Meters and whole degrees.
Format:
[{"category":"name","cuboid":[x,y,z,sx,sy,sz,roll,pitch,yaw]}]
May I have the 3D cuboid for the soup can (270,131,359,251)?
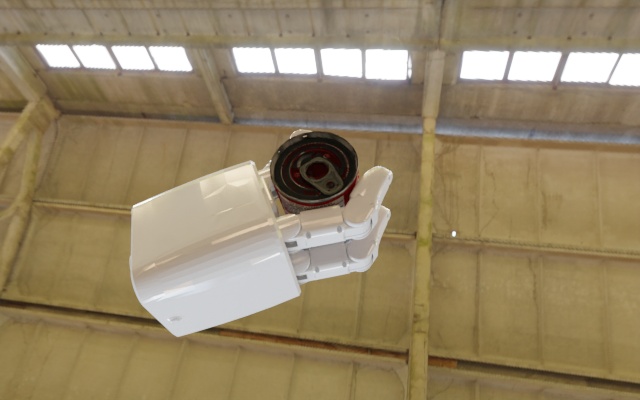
[{"category":"soup can","cuboid":[0.001,0.001,0.402,0.068,0.068,0.102,0,-34,7]}]
